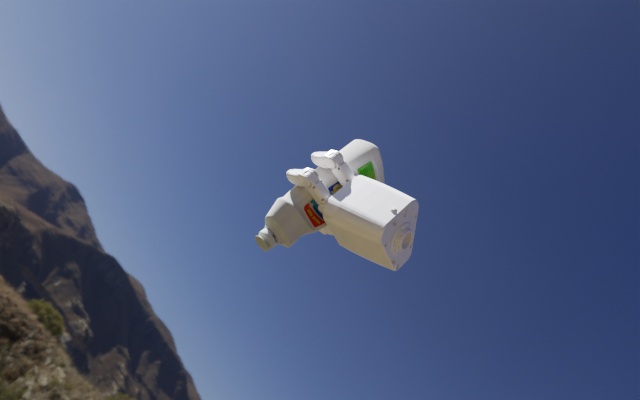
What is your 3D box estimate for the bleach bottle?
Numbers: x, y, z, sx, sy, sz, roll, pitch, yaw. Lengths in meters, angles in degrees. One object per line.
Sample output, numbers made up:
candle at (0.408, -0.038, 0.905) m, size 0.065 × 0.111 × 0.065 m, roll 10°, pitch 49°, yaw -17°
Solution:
bleach bottle at (0.000, 0.002, 0.766) m, size 0.068 × 0.103 × 0.250 m, roll 25°, pitch 51°, yaw 38°
